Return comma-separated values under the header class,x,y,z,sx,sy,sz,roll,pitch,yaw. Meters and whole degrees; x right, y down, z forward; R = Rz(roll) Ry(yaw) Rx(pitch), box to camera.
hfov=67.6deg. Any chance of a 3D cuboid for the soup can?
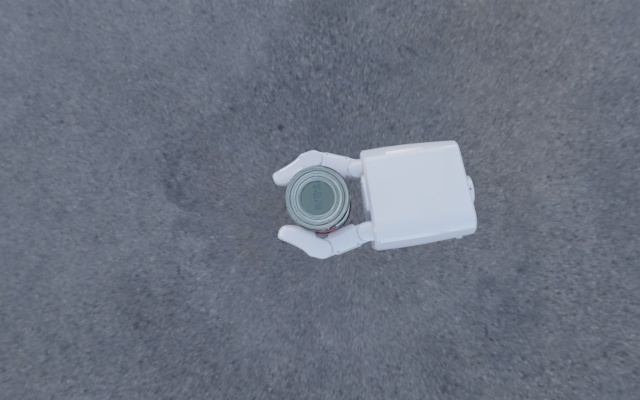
class,x,y,z,sx,sy,sz,roll,pitch,yaw
soup can,0.000,0.002,0.525,0.068,0.068,0.102,0,-5,3
